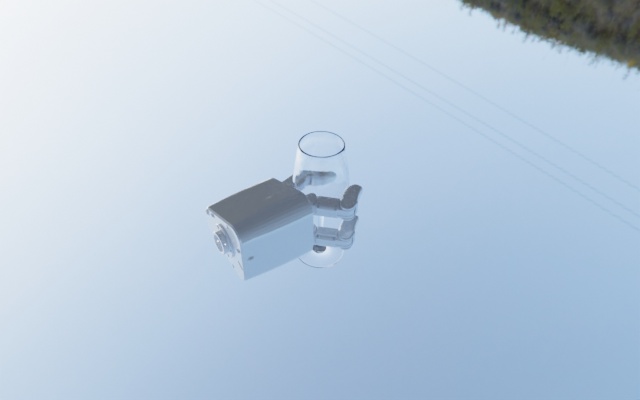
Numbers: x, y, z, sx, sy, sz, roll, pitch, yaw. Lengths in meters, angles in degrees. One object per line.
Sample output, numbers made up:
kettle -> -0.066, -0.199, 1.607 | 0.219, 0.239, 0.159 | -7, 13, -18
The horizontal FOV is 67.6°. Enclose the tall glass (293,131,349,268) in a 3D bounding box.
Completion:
tall glass -> 0.000, 0.003, 0.682 | 0.079, 0.201, 0.079 | 1, 40, -1
